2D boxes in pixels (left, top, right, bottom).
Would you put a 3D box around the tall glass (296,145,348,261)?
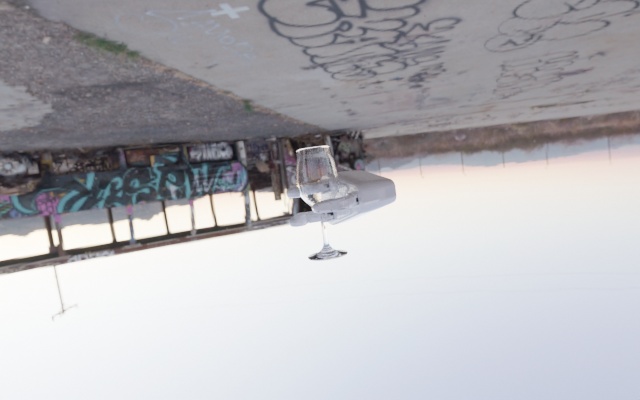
[{"bbox_3d":[0.000,0.004,0.868,0.079,0.201,0.079,-8,6,1],"label":"tall glass"}]
